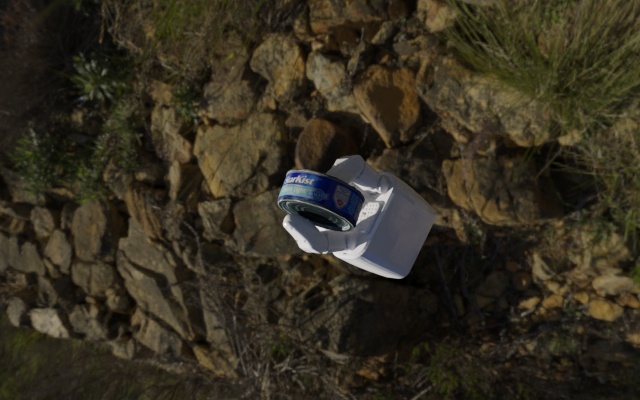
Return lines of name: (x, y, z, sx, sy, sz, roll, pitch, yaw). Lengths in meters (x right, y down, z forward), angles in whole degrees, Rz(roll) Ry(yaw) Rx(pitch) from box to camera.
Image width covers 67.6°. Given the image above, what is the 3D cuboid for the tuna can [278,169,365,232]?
tuna can: (0.000, 0.002, 0.491, 0.086, 0.033, 0.086, 18, -16, 5)
